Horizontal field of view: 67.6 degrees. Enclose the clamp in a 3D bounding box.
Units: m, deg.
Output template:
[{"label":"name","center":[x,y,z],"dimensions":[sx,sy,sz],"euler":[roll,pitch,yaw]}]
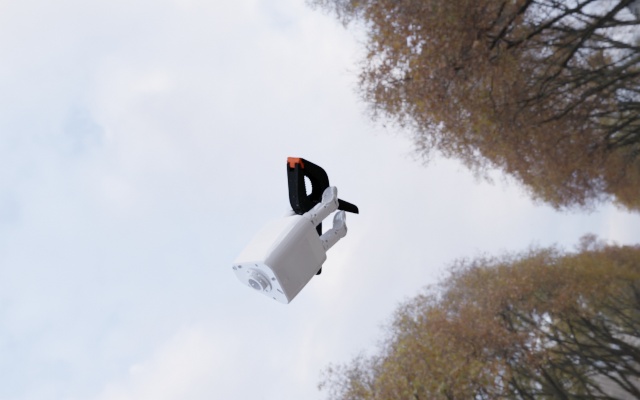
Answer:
[{"label":"clamp","center":[-0.001,0.002,0.826],"dimensions":[0.036,0.210,0.164],"euler":[6,41,37]}]
